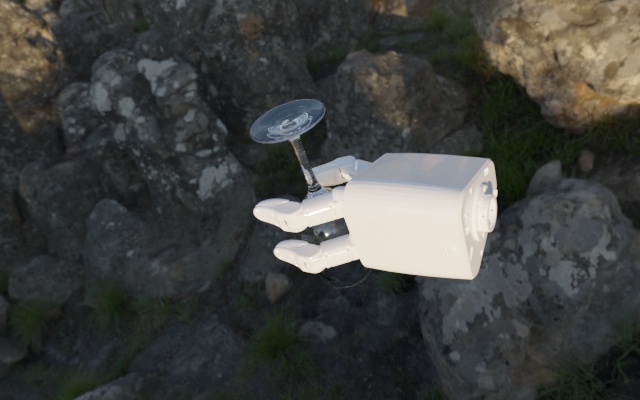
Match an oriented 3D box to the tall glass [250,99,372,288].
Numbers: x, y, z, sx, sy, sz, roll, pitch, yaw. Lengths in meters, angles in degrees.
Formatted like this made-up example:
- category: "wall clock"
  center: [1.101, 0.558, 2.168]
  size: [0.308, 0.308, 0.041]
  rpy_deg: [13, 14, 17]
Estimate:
- category: "tall glass"
  center: [0.000, 0.001, 0.496]
  size: [0.079, 0.201, 0.079]
  rpy_deg: [-15, 35, 10]
